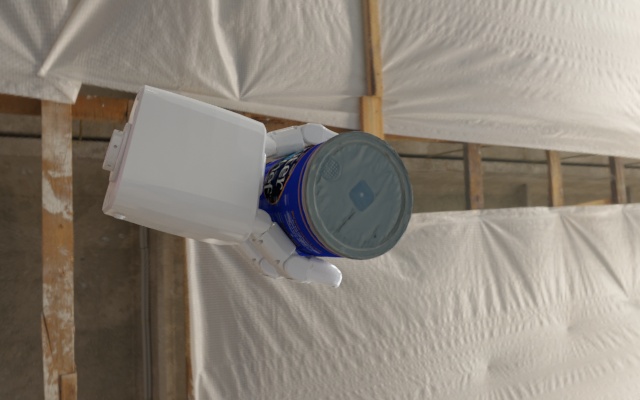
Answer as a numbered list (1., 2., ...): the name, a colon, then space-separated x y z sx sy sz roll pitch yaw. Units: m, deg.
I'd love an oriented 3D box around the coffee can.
1. coffee can: 0.000 0.001 0.437 0.103 0.103 0.140 0 -5 -29
